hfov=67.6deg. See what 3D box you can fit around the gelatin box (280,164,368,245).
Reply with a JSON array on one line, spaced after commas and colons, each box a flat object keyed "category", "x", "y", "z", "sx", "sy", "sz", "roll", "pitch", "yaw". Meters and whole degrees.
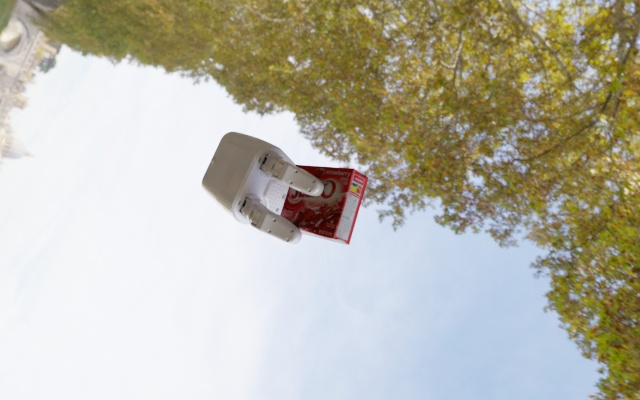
[{"category": "gelatin box", "x": 0.001, "y": 0.002, "z": 0.502, "sx": 0.089, "sy": 0.073, "sz": 0.030, "roll": 9, "pitch": -11, "yaw": 45}]
